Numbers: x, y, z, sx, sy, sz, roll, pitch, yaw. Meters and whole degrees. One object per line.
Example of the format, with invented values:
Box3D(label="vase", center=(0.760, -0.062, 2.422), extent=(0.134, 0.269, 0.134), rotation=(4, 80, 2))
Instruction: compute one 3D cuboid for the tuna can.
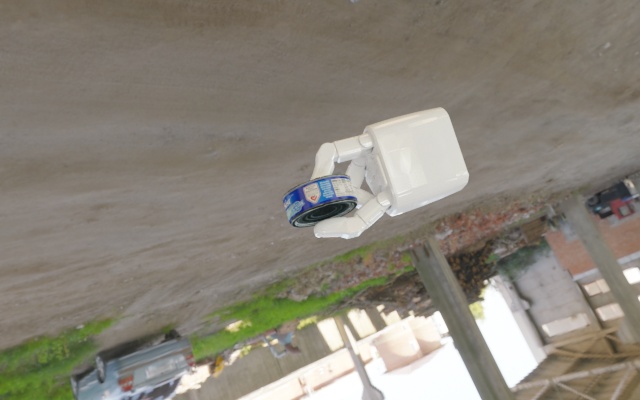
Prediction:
Box3D(label="tuna can", center=(0.000, 0.002, 0.563), extent=(0.086, 0.033, 0.086), rotation=(-17, -16, -5))
